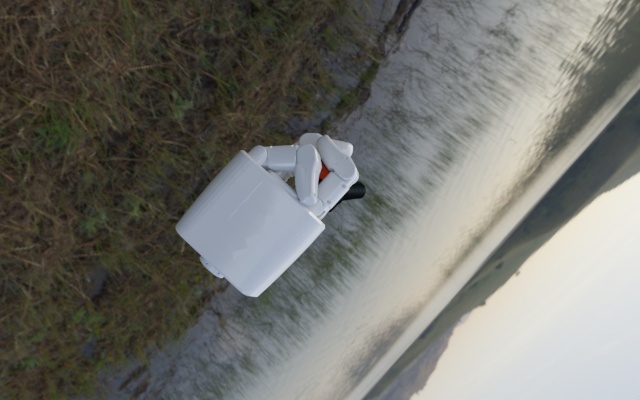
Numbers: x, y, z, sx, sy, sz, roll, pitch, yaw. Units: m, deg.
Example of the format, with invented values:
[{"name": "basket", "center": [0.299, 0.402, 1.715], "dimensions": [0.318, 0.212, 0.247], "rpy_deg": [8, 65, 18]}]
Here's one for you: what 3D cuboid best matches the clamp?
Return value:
[{"name": "clamp", "center": [0.001, 0.002, 0.584], "dimensions": [0.039, 0.120, 0.171], "rpy_deg": [42, -2, 19]}]
